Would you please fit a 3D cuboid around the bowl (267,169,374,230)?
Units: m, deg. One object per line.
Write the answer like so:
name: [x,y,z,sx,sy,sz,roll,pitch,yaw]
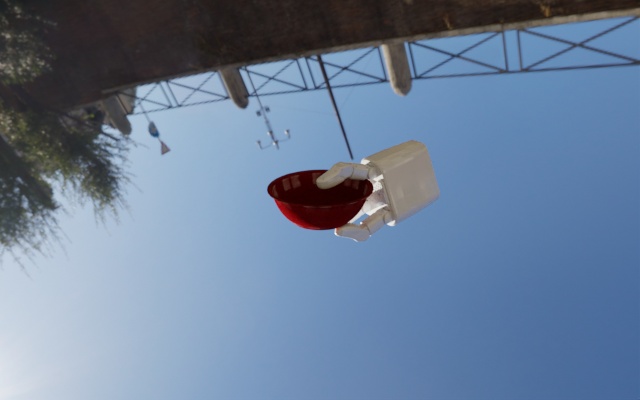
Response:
bowl: [-0.001,0.003,0.733,0.162,0.055,0.162,0,22,0]
